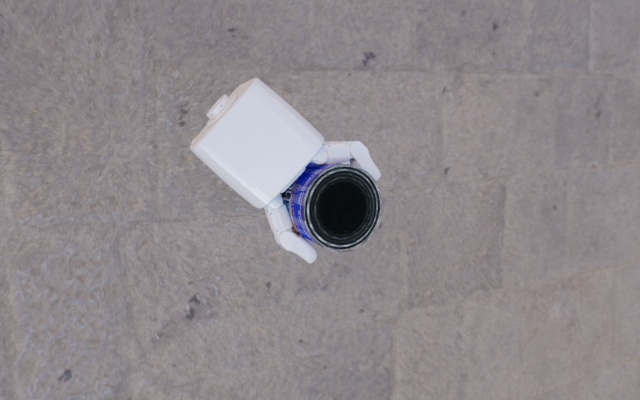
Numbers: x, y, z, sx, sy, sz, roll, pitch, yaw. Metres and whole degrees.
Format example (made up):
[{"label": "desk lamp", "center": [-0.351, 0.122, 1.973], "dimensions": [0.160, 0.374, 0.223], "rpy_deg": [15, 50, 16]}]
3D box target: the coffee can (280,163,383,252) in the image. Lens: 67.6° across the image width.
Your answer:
[{"label": "coffee can", "center": [0.000, 0.002, 0.611], "dimensions": [0.103, 0.103, 0.140], "rpy_deg": [0, 6, -24]}]
